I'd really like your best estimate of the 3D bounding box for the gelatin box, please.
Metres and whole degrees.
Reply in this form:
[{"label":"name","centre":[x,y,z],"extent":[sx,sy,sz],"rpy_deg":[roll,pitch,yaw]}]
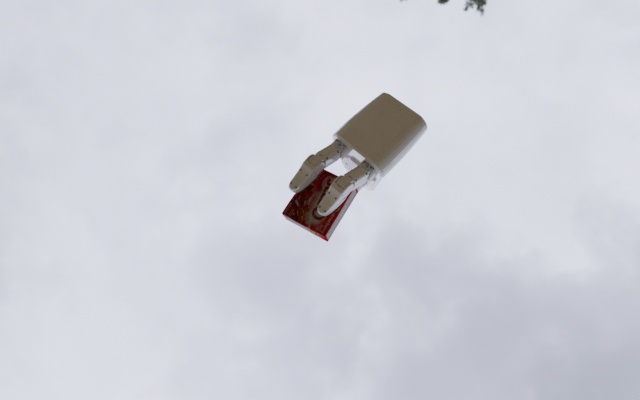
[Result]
[{"label":"gelatin box","centre":[0.000,0.003,0.677],"extent":[0.073,0.089,0.030],"rpy_deg":[28,-14,19]}]
